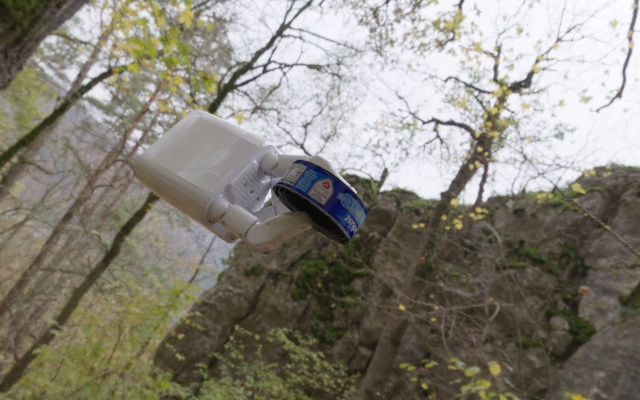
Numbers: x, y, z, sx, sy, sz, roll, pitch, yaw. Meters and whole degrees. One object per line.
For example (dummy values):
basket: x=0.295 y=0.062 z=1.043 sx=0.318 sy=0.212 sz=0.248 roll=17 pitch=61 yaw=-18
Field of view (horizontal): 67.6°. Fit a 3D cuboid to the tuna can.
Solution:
tuna can: x=0.000 y=0.001 z=0.438 sx=0.086 sy=0.033 sz=0.086 roll=35 pitch=-14 yaw=10
